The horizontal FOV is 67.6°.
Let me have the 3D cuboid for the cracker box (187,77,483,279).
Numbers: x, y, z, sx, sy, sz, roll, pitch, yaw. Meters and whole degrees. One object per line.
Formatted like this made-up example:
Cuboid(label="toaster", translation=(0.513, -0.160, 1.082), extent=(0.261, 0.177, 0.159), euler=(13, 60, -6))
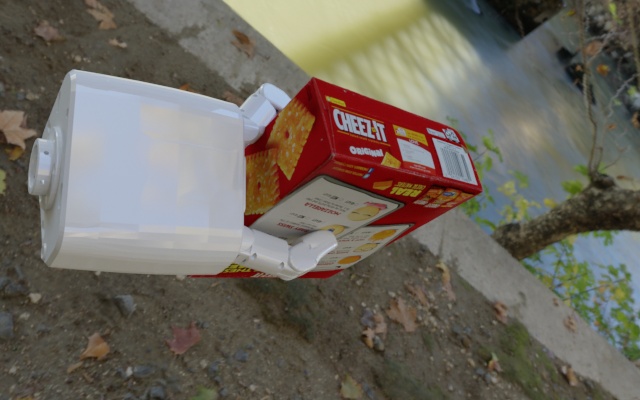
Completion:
Cuboid(label="cracker box", translation=(0.000, 0.001, 0.415), extent=(0.164, 0.072, 0.214), euler=(8, -31, -38))
